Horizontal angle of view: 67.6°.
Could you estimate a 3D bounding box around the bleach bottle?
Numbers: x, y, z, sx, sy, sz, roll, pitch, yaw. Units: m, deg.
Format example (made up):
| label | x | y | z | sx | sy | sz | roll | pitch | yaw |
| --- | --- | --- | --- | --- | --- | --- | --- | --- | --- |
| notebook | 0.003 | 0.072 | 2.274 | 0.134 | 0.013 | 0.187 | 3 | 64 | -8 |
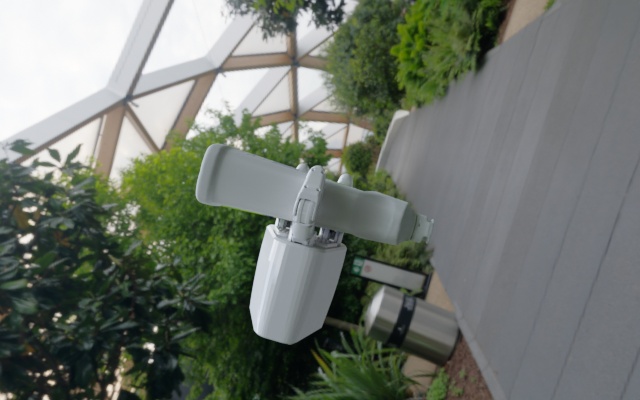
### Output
| label | x | y | z | sx | sy | sz | roll | pitch | yaw |
| --- | --- | --- | --- | --- | --- | --- | --- | --- | --- |
| bleach bottle | 0.000 | 0.002 | 0.528 | 0.251 | 0.068 | 0.102 | 15 | 3 | 4 |
